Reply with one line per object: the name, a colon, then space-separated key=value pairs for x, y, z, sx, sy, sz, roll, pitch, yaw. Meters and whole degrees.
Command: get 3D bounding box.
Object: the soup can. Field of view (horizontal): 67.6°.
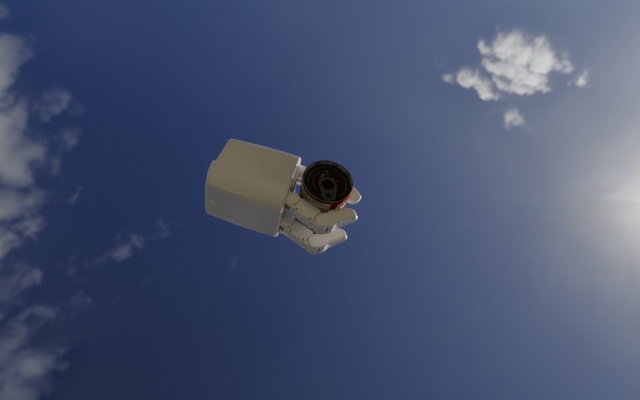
soup can: x=0.001 y=0.002 z=0.665 sx=0.068 sy=0.068 sz=0.102 roll=0 pitch=-34 yaw=-14
